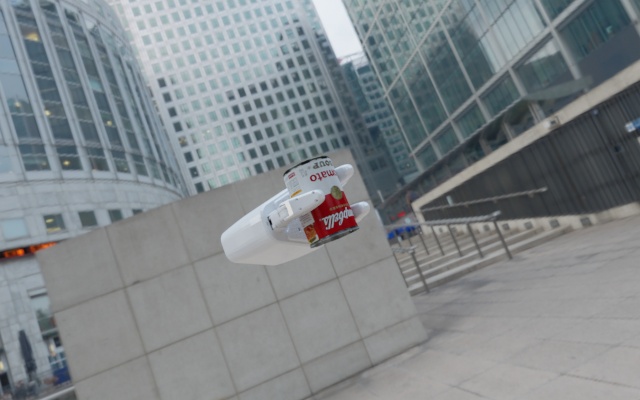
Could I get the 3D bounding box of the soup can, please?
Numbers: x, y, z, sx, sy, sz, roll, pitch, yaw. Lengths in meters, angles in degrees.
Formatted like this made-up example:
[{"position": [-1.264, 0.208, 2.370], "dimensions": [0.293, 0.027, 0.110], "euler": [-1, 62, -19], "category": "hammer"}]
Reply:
[{"position": [0.000, 0.002, 0.617], "dimensions": [0.068, 0.102, 0.068], "euler": [-21, -9, -4], "category": "soup can"}]
